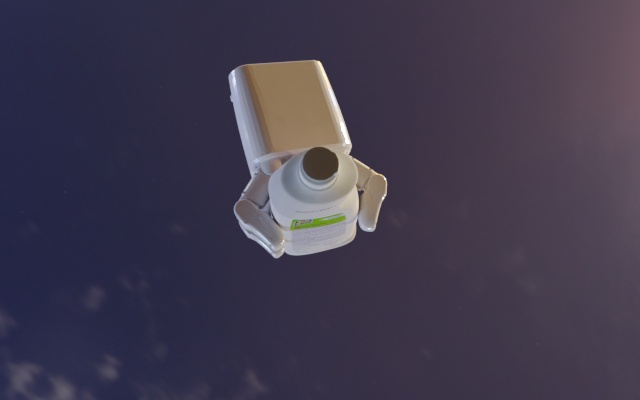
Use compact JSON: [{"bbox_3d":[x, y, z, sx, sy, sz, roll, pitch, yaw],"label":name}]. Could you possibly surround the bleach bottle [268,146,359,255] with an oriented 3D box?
[{"bbox_3d":[0.000,0.002,0.484,0.102,0.068,0.251,-14,-13,-7],"label":"bleach bottle"}]
